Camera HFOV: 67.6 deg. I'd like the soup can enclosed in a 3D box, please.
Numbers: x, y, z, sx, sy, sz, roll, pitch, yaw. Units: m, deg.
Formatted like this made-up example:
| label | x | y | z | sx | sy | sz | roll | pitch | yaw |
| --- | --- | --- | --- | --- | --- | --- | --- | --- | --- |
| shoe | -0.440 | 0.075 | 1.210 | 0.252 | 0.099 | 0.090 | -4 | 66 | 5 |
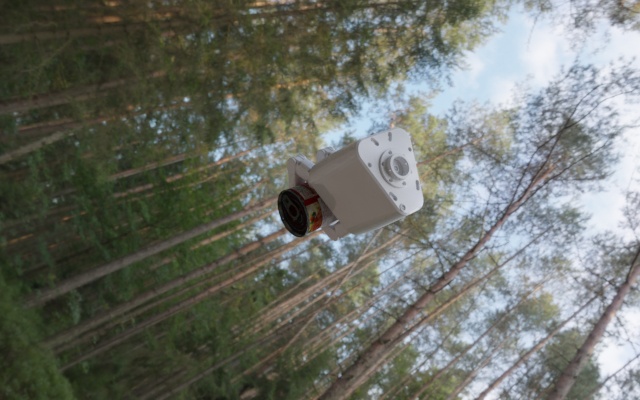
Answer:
| label | x | y | z | sx | sy | sz | roll | pitch | yaw |
| --- | --- | --- | --- | --- | --- | --- | --- | --- | --- |
| soup can | 0.000 | 0.002 | 0.671 | 0.102 | 0.068 | 0.068 | -22 | 13 | -35 |
